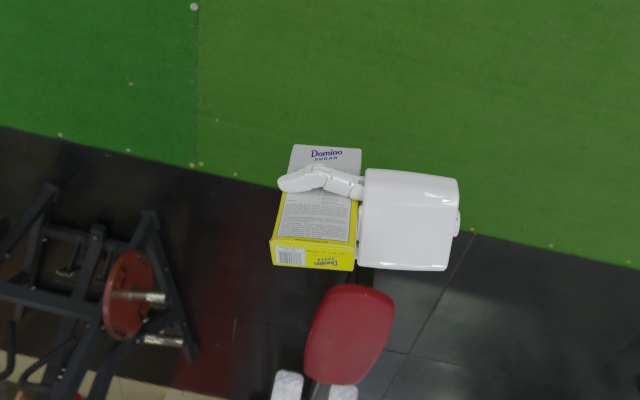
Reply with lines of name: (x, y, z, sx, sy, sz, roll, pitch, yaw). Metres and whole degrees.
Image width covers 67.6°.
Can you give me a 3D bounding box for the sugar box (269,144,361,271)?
sugar box: (0.000, 0.002, 0.579, 0.093, 0.048, 0.176, 5, 41, 5)
